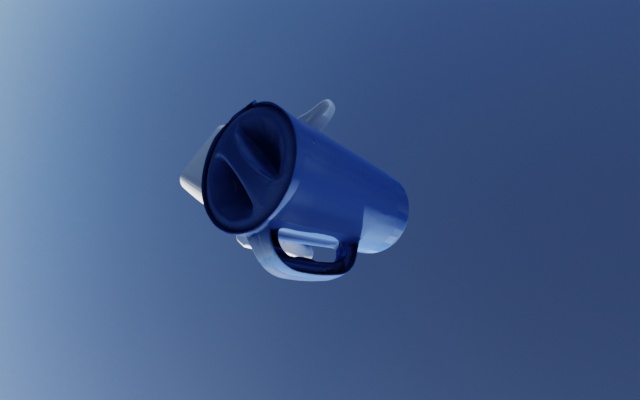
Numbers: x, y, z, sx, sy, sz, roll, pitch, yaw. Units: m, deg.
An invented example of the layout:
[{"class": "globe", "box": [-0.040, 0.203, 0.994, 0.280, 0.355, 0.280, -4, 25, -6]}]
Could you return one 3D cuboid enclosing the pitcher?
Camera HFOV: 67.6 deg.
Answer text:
[{"class": "pitcher", "box": [0.000, 0.002, 0.540, 0.145, 0.149, 0.243, 27, 5, 42]}]
